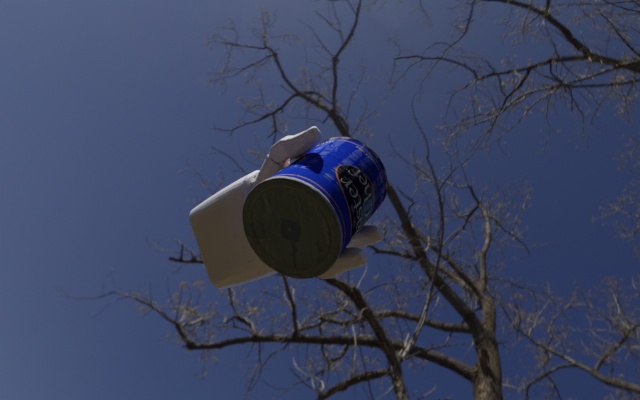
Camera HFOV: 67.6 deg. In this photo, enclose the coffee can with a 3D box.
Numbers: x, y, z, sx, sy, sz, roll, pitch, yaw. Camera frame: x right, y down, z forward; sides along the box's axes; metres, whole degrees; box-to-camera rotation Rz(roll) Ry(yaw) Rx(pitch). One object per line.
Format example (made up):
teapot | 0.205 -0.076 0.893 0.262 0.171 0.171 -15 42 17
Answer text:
coffee can | 0.000 0.002 0.495 0.103 0.103 0.140 0 22 27
